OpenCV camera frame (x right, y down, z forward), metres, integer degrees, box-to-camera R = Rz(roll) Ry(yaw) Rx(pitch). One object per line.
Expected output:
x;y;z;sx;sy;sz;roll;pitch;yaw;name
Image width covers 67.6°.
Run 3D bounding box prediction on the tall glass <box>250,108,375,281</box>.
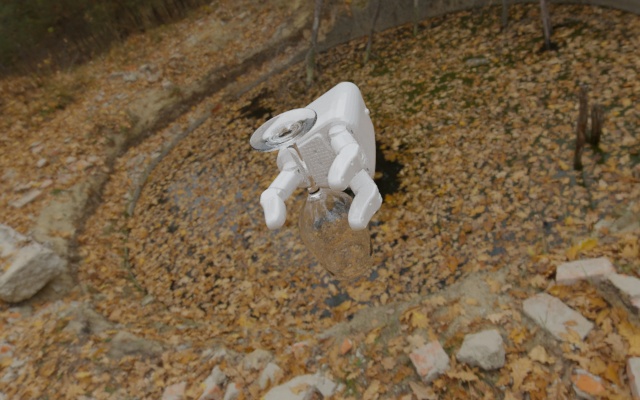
0.000;0.001;0.533;0.079;0.201;0.079;-18;34;13;tall glass
